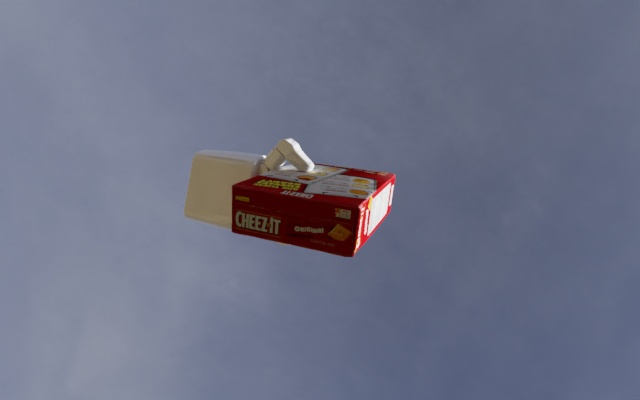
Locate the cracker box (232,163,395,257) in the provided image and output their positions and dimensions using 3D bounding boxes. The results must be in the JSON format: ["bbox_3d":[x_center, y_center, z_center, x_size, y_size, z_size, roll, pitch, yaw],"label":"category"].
[{"bbox_3d":[0.000,0.002,0.659,0.164,0.072,0.213,9,16,18],"label":"cracker box"}]
